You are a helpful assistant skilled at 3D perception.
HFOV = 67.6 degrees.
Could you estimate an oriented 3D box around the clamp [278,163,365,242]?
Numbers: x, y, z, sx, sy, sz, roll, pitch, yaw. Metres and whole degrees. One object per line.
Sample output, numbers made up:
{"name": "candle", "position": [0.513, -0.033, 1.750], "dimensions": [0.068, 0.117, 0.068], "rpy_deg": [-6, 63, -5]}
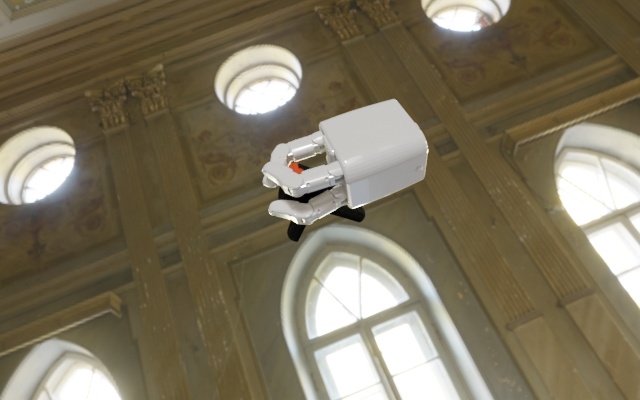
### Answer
{"name": "clamp", "position": [0.000, 0.002, 0.660], "dimensions": [0.120, 0.039, 0.172], "rpy_deg": [-18, -29, -3]}
